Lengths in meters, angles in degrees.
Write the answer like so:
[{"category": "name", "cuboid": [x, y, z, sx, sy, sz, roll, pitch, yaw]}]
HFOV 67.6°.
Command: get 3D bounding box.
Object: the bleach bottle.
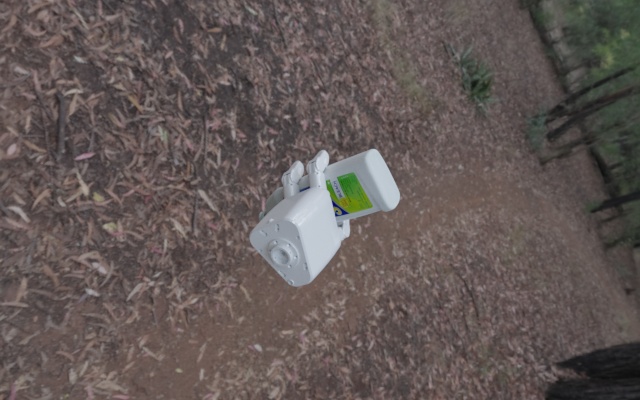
[{"category": "bleach bottle", "cuboid": [0.000, 0.003, 0.808, 0.251, 0.102, 0.068, -22, 13, 32]}]
